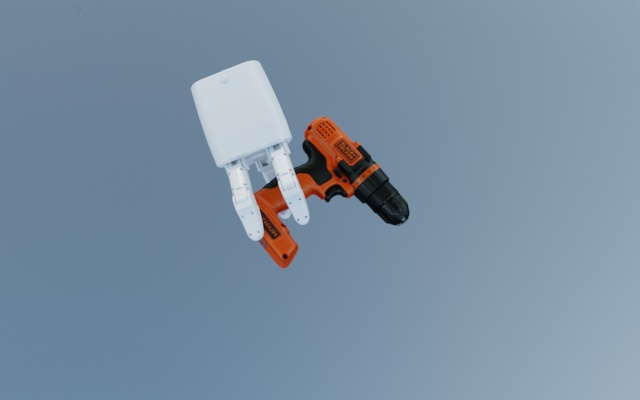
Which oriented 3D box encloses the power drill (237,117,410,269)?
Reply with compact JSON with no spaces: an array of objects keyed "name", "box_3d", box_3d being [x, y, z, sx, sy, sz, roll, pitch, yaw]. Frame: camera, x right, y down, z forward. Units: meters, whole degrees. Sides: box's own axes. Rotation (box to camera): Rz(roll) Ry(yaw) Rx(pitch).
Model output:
[{"name":"power drill","box_3d":[0.000,0.002,0.624,0.187,0.184,0.057,-39,-12,-18]}]
